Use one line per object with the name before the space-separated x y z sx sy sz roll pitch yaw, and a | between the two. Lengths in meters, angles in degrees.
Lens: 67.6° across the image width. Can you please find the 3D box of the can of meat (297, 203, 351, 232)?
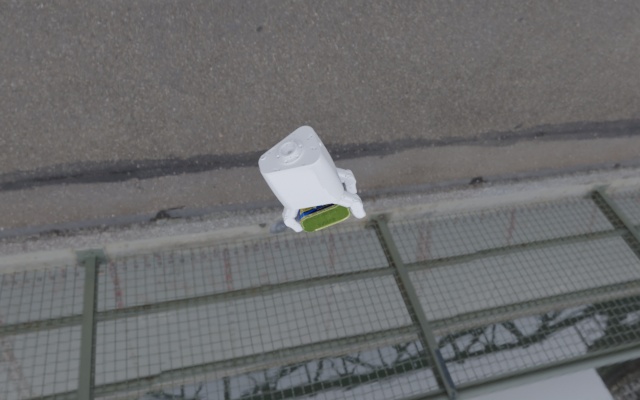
can of meat | 0.000 0.003 0.896 0.102 0.084 0.057 -22 -38 4
